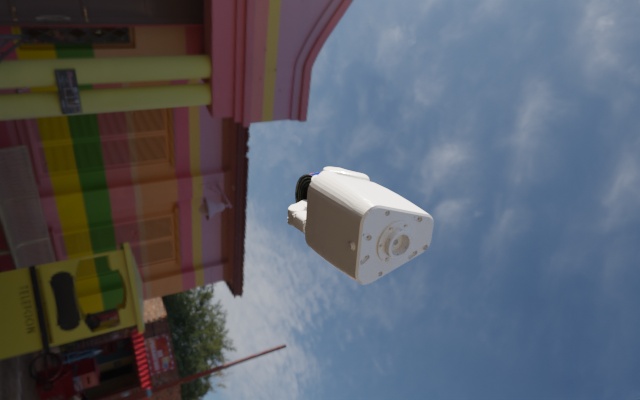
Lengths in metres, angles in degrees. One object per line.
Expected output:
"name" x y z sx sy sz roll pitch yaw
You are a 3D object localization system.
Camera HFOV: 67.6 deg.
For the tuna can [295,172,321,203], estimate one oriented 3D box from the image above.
"tuna can" 0.001 0.002 0.676 0.034 0.086 0.086 -13 7 -31
